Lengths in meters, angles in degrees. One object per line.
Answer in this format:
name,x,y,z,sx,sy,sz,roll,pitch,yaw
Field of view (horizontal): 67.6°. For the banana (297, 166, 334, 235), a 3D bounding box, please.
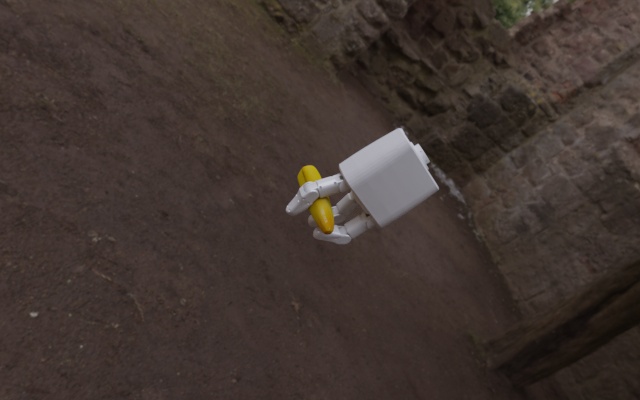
banana,-0.008,-0.014,0.761,0.037,0.070,0.197,-27,22,2
